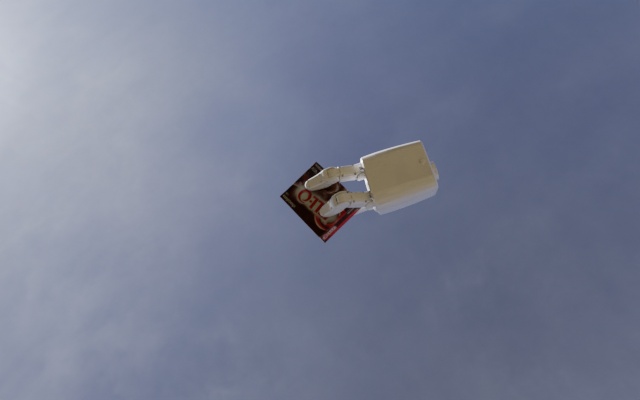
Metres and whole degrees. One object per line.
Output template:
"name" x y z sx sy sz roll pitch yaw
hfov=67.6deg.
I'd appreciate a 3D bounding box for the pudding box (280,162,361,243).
"pudding box" 0.000 0.003 0.820 0.113 0.090 0.039 44 -5 28
